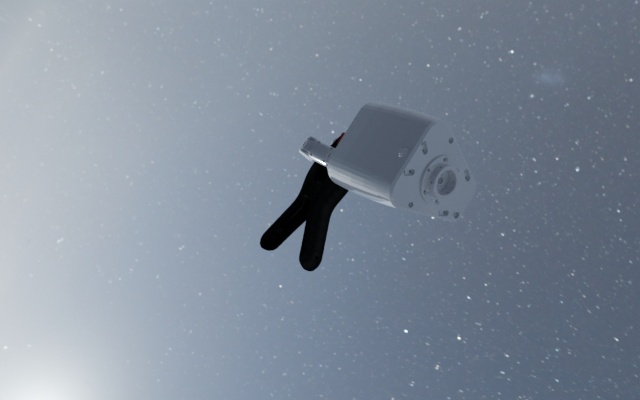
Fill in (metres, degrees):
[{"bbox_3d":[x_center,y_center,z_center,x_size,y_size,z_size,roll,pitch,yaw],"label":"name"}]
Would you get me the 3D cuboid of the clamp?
[{"bbox_3d":[0.001,0.002,0.549,0.039,0.171,0.120,33,-2,-36],"label":"clamp"}]
